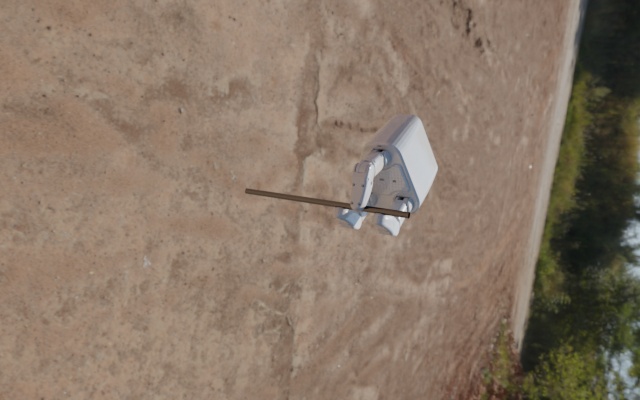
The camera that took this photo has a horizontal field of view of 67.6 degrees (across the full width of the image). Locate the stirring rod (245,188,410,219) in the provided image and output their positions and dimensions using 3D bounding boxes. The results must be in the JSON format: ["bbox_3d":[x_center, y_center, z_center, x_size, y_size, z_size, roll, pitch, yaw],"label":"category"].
[{"bbox_3d":[0.000,0.002,0.623,0.239,0.011,0.011,8,4,28],"label":"stirring rod"}]
